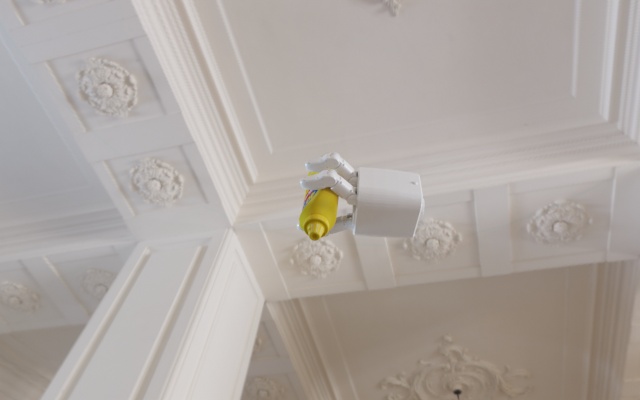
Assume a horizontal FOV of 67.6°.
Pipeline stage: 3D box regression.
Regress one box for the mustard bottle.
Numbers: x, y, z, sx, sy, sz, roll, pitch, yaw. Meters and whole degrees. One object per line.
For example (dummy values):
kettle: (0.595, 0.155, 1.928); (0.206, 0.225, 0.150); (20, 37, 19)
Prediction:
mustard bottle: (0.000, 0.002, 0.815); (0.058, 0.096, 0.191); (25, 33, -11)
